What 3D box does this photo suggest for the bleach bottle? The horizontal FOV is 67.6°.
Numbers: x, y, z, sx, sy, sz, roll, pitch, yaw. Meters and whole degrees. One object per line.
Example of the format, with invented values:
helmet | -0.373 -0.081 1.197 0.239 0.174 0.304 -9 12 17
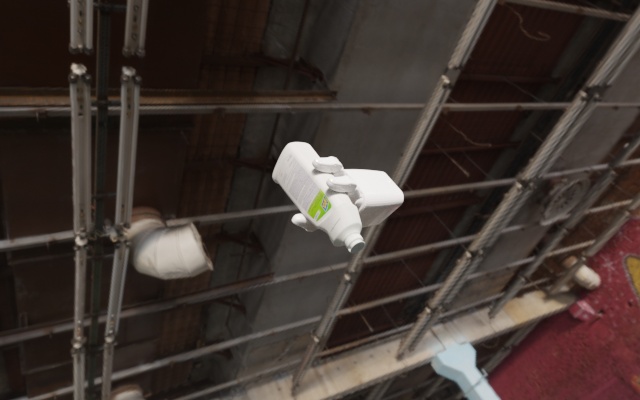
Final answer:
bleach bottle | 0.000 0.003 0.874 0.068 0.103 0.250 -2 42 -37
